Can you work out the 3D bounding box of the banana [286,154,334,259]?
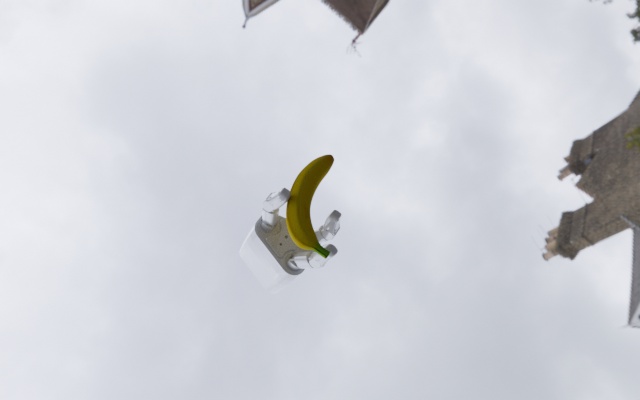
[{"bbox_3d":[-0.017,0.000,0.741,0.069,0.197,0.037,15,-37,-15],"label":"banana"}]
